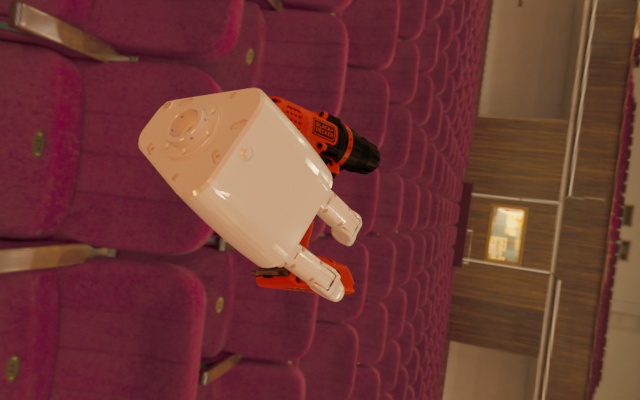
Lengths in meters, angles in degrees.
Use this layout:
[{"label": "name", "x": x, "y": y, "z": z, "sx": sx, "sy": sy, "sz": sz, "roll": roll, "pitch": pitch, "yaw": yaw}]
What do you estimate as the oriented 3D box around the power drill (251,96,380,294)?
[{"label": "power drill", "x": 0.000, "y": 0.002, "z": 0.501, "sx": 0.057, "sy": 0.187, "sz": 0.184, "roll": -11, "pitch": -18, "yaw": 42}]
